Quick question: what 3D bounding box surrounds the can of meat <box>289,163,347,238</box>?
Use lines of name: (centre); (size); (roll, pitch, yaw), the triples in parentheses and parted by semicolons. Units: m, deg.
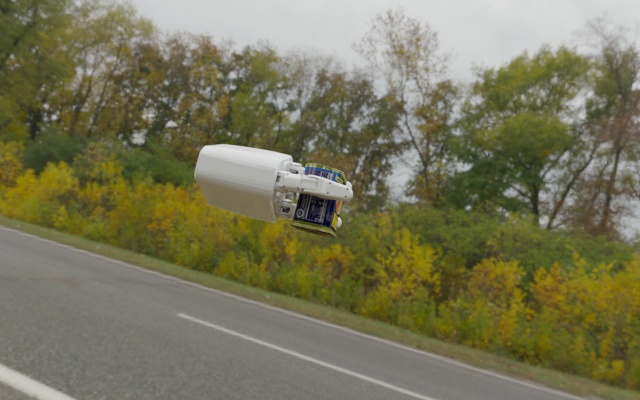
can of meat: (0.000, 0.002, 0.649); (0.057, 0.084, 0.102); (12, -7, 8)
